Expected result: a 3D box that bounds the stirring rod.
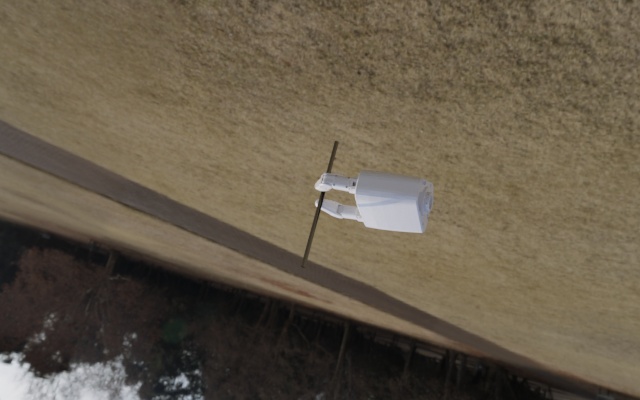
[{"bbox_3d":[0.000,0.003,0.853,0.011,0.239,0.011,14,-16,4],"label":"stirring rod"}]
